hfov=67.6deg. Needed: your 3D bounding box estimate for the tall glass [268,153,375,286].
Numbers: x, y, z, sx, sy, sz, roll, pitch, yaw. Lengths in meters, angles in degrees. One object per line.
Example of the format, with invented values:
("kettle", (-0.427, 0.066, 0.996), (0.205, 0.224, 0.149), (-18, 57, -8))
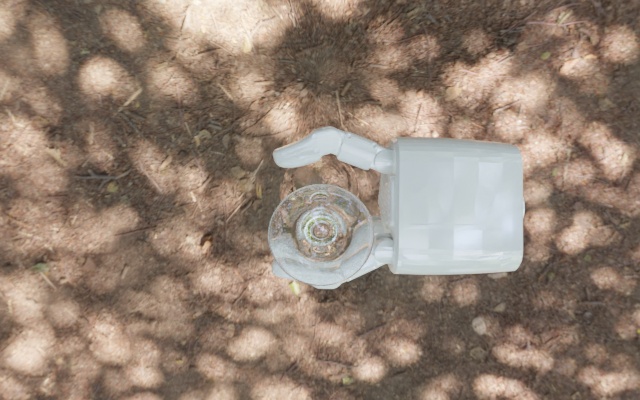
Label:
("tall glass", (0.000, 0.001, 0.427), (0.079, 0.079, 0.201), (0, 14, -1))
